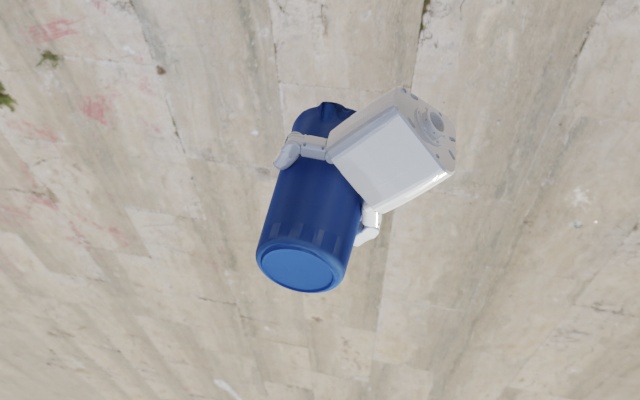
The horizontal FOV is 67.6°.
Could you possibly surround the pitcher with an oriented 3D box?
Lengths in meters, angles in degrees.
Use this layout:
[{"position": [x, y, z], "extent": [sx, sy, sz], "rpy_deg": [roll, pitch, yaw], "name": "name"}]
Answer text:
[{"position": [0.000, 0.002, 0.638], "extent": [0.149, 0.242, 0.145], "rpy_deg": [37, -45, -23], "name": "pitcher"}]
